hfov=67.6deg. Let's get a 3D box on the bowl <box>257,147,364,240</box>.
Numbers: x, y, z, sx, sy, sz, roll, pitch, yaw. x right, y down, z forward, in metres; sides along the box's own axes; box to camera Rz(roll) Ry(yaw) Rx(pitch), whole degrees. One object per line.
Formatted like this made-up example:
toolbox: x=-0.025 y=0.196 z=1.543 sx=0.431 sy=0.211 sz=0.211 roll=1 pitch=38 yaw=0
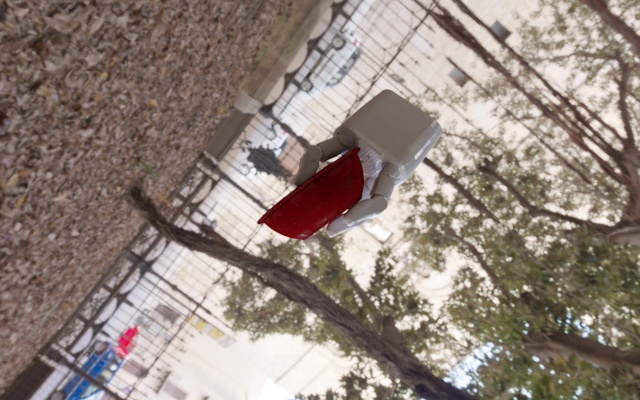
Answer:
bowl: x=-0.001 y=0.003 z=0.603 sx=0.162 sy=0.055 sz=0.162 roll=-36 pitch=-2 yaw=-1
